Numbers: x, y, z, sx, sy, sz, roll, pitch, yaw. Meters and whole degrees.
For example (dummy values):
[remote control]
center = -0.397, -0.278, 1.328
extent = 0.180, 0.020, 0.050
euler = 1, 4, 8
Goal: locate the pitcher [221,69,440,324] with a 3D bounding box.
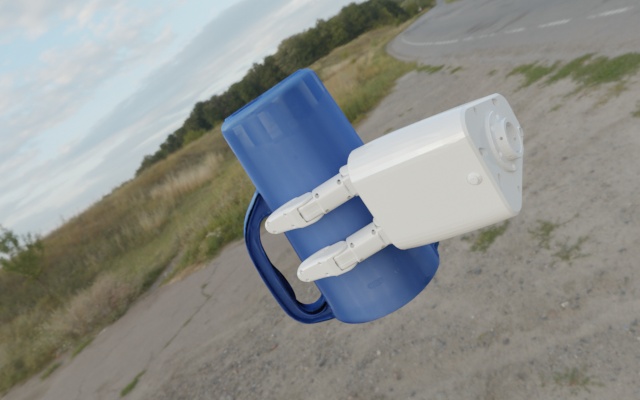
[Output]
[pitcher]
center = 0.000, 0.002, 0.490
extent = 0.145, 0.243, 0.149
euler = -21, 19, 41
